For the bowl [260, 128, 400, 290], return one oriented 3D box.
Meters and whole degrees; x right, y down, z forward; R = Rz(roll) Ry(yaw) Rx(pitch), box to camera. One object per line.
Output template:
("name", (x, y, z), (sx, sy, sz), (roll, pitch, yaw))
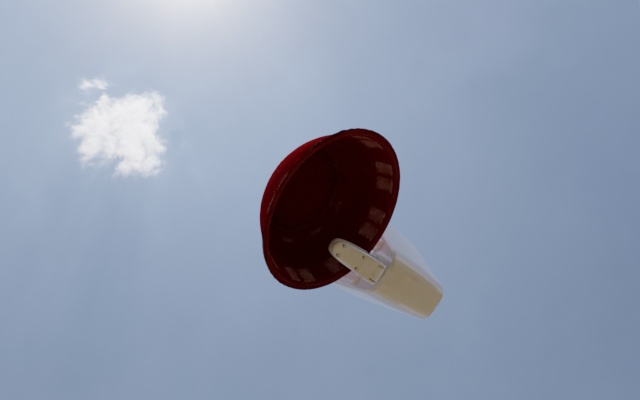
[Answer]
("bowl", (-0.001, 0.001, 0.449), (0.162, 0.162, 0.055), (0, 25, -44))
